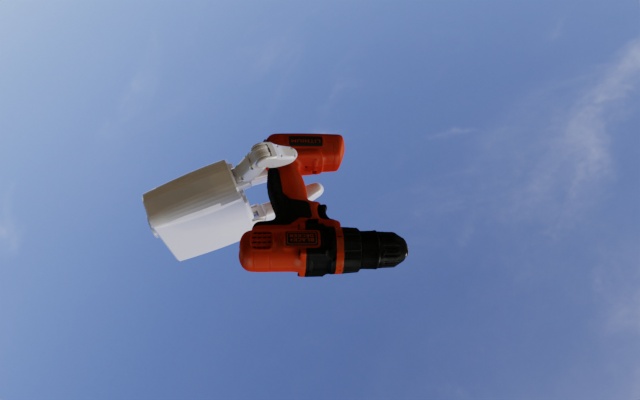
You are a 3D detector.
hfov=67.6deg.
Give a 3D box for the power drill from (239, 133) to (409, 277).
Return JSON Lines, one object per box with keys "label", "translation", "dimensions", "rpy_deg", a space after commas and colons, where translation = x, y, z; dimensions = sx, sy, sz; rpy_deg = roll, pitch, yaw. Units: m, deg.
{"label": "power drill", "translation": [0.000, 0.002, 0.562], "dimensions": [0.184, 0.187, 0.057], "rpy_deg": [1, -41, -7]}
